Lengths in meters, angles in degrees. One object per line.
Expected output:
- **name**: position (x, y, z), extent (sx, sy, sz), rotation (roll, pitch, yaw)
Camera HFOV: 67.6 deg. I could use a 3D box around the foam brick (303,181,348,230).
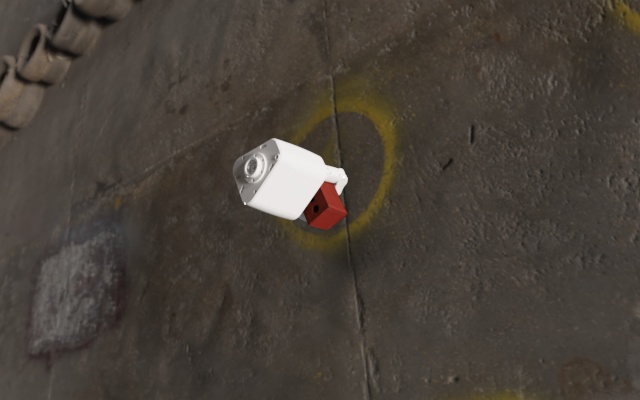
- **foam brick**: position (0.000, 0.003, 0.815), extent (0.053, 0.078, 0.051), rotation (-41, -36, 25)
